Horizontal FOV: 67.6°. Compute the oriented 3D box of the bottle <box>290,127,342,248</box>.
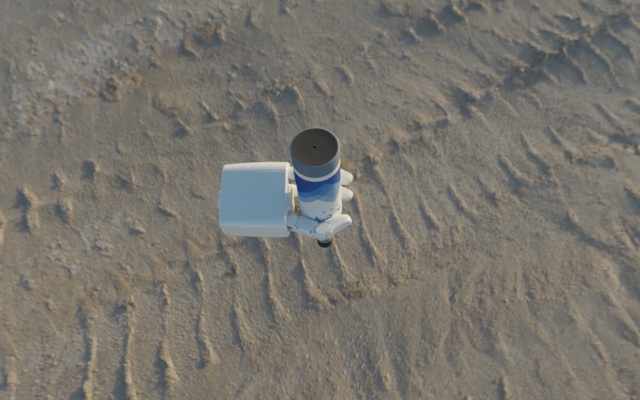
[{"bbox_3d":[0.000,0.002,0.756,0.069,0.069,0.296,0,-30,4],"label":"bottle"}]
